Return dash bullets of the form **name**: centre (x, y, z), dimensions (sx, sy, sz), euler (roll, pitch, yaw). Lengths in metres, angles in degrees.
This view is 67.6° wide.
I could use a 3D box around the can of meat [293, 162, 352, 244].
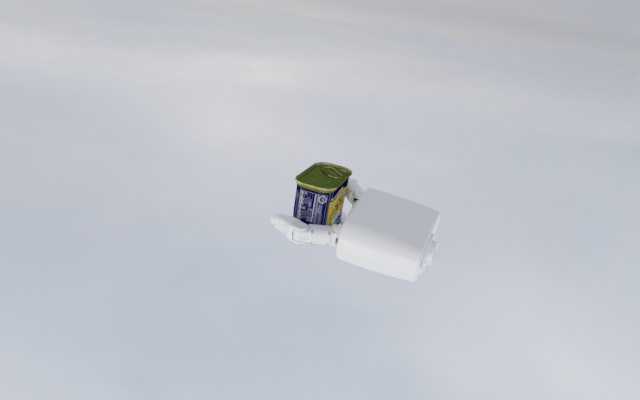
- **can of meat**: centre (0.000, 0.002, 0.662), dimensions (0.057, 0.084, 0.102), euler (16, 24, 16)
